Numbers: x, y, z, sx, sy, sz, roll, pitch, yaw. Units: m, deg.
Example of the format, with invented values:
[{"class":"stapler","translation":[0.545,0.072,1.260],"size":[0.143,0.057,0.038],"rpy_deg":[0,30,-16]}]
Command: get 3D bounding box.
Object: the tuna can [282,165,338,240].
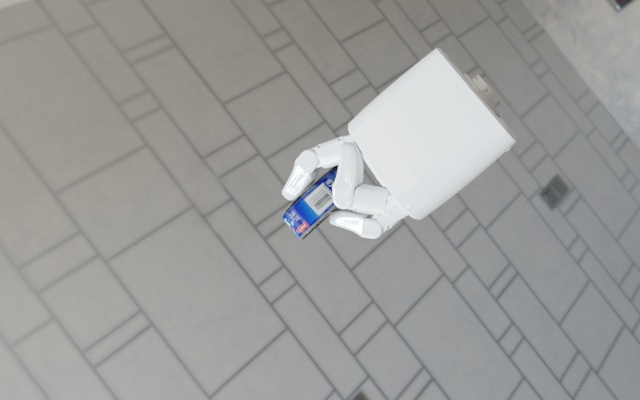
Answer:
[{"class":"tuna can","translation":[0.000,0.001,0.509],"size":[0.086,0.034,0.086],"rpy_deg":[-42,-3,-3]}]
